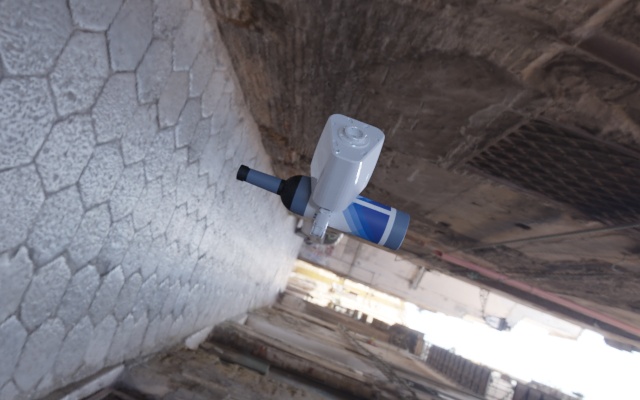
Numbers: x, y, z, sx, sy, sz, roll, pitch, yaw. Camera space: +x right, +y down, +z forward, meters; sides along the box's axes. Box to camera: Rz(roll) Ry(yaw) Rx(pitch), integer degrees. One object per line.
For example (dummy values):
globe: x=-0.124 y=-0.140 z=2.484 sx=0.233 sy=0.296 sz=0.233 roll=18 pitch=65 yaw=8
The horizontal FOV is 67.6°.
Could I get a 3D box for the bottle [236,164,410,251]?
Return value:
bottle: x=0.000 y=0.003 z=0.807 sx=0.296 sy=0.069 sz=0.069 roll=20 pitch=0 yaw=0
